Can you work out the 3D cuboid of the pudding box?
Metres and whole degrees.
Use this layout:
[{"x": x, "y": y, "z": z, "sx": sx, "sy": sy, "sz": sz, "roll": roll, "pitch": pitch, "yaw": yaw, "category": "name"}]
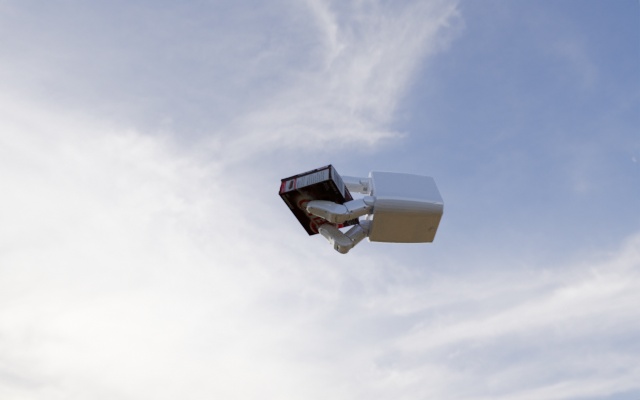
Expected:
[{"x": 0.000, "y": 0.002, "z": 0.745, "sx": 0.090, "sy": 0.039, "sz": 0.114, "roll": -16, "pitch": -48, "yaw": 19, "category": "pudding box"}]
